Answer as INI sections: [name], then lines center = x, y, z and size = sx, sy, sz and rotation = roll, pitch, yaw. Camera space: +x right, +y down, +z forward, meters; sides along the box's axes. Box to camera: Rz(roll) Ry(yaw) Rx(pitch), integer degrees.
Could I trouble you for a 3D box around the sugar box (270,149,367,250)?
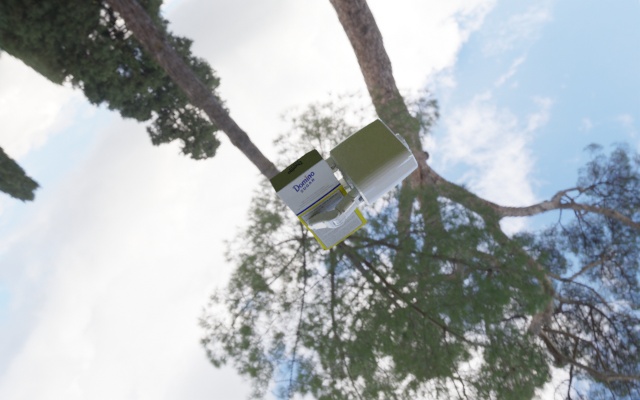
[sugar box]
center = 0.000, 0.002, 0.802
size = 0.093, 0.176, 0.048
rotation = -35, 40, 1
